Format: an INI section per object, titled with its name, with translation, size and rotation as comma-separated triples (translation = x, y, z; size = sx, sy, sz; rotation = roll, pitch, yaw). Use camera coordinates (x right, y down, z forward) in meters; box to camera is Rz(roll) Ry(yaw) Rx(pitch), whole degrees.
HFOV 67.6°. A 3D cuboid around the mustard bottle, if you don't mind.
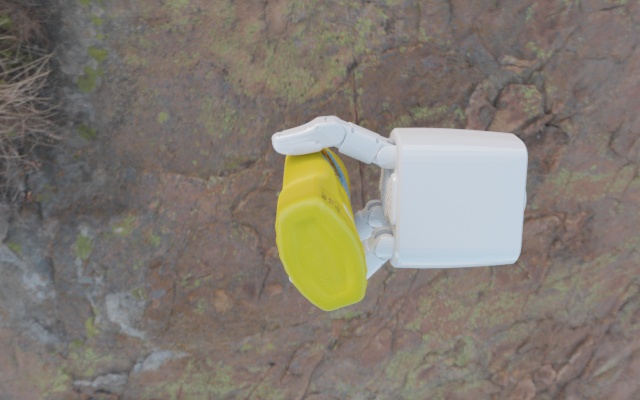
[mustard bottle]
translation = 0.000, 0.002, 0.418
size = 0.058, 0.096, 0.191
rotation = -22, 24, 9
